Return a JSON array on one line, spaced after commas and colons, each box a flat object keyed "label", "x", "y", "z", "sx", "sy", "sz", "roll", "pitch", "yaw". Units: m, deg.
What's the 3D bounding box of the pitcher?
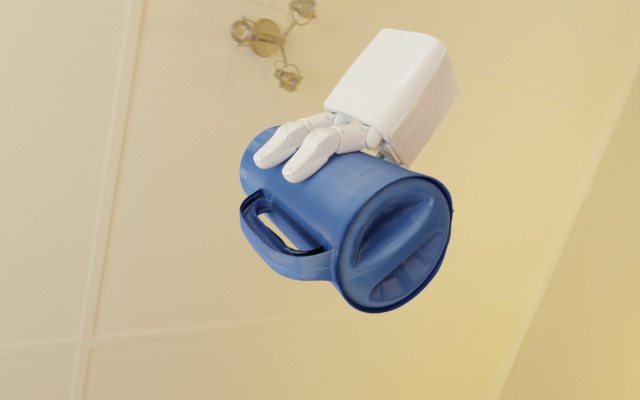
[{"label": "pitcher", "x": 0.000, "y": 0.001, "z": 0.495, "sx": 0.149, "sy": 0.145, "sz": 0.242, "roll": 38, "pitch": -3, "yaw": -40}]
